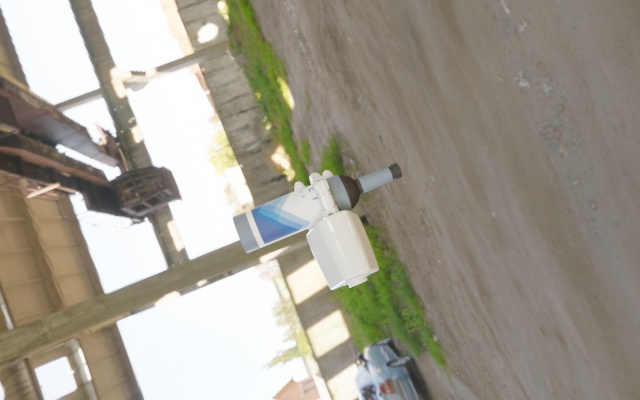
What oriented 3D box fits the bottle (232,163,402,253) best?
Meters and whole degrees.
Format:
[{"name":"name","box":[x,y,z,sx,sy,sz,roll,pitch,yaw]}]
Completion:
[{"name":"bottle","box":[0.000,0.003,0.815,0.295,0.069,0.069,-22,2,-5]}]
